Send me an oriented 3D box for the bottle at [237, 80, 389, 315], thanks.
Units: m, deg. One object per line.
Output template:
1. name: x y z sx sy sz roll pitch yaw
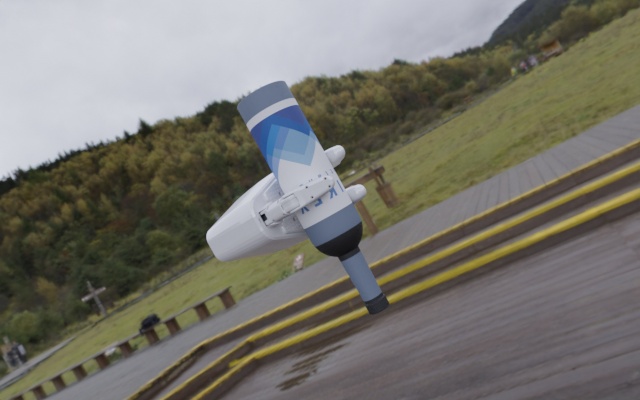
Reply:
1. bottle: 0.000 0.002 0.574 0.069 0.295 0.069 -29 0 0
